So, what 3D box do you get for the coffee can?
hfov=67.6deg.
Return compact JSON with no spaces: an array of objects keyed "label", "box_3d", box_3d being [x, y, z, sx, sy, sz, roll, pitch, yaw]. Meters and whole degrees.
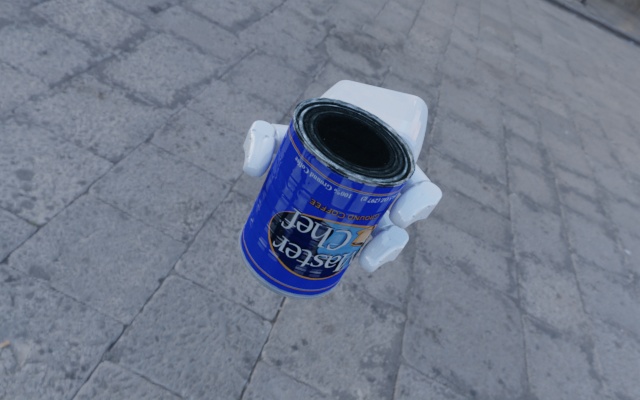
[{"label":"coffee can","box_3d":[0.000,0.001,0.402,0.103,0.102,0.140,0,-44,-33]}]
